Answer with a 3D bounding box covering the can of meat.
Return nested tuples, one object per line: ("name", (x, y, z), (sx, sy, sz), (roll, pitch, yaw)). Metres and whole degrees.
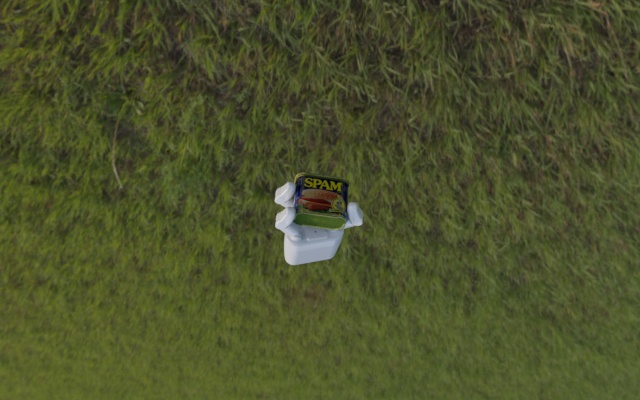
("can of meat", (0.000, 0.003, 0.869), (0.102, 0.084, 0.057), (8, -31, -6))
